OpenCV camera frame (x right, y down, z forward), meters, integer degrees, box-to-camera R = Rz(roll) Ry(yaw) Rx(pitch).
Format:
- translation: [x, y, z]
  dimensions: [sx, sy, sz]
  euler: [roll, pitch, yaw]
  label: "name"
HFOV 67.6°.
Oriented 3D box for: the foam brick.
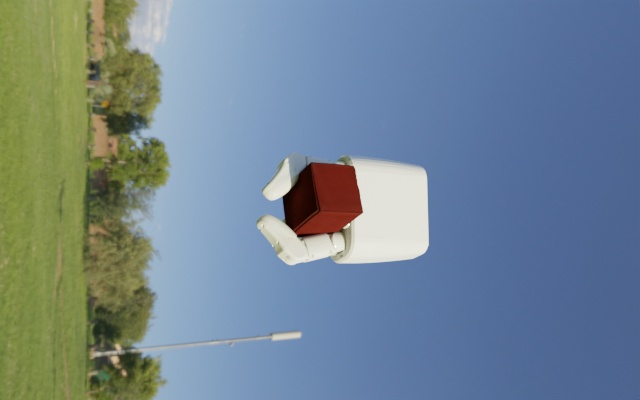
- translation: [0.000, 0.002, 0.489]
  dimensions: [0.051, 0.053, 0.078]
  euler: [3, -23, -27]
  label: "foam brick"
